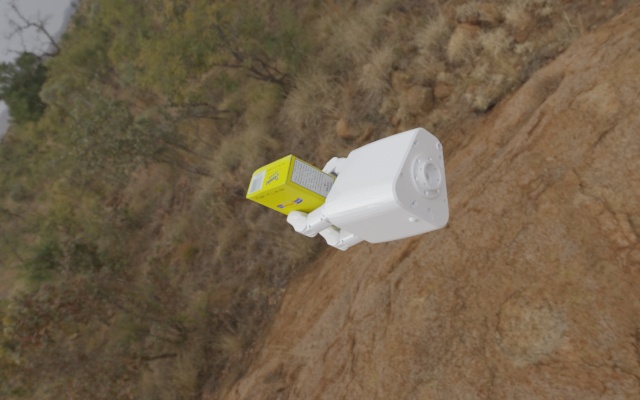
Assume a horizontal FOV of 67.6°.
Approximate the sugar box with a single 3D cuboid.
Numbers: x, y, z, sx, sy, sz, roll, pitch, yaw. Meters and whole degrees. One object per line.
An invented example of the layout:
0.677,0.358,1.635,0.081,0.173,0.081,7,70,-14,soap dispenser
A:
0.000,0.003,0.643,0.176,0.048,0.093,27,-26,-32,sugar box
